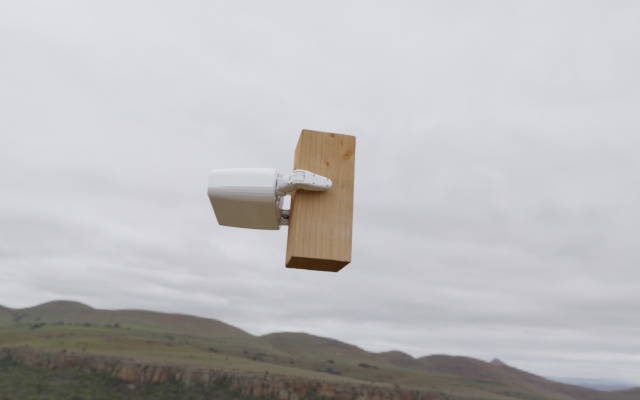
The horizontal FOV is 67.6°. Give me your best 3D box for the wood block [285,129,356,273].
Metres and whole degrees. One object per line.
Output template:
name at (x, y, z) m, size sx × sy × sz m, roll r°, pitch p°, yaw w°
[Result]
wood block at (0.000, 0.002, 0.762) m, size 0.090 × 0.206 × 0.091 m, roll 7°, pitch -19°, yaw -9°
